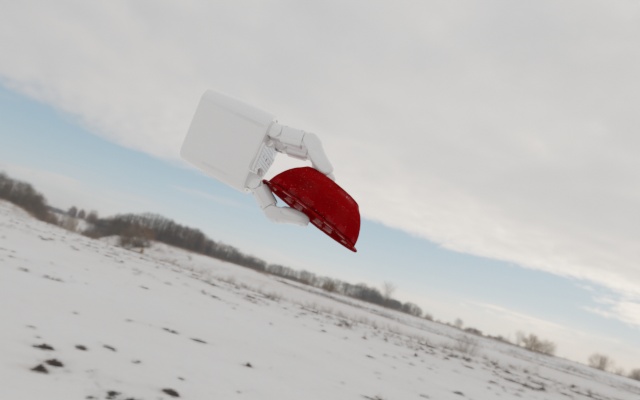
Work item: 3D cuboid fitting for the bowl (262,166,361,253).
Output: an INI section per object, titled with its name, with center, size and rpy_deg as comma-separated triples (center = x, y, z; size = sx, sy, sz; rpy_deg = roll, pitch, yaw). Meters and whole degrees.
[bowl]
center = 0.001, 0.003, 0.653
size = 0.162, 0.055, 0.162
rpy_deg = 38, -6, 5
